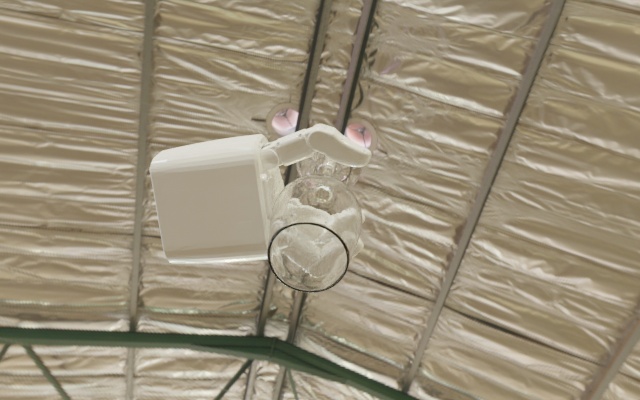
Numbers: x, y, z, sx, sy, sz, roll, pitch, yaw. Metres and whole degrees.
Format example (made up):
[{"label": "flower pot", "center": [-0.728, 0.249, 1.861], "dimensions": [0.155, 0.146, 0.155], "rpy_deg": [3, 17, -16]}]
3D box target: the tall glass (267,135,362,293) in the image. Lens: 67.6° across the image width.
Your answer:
[{"label": "tall glass", "center": [0.000, 0.001, 0.443], "dimensions": [0.079, 0.079, 0.201], "rpy_deg": [0, 25, 6]}]
